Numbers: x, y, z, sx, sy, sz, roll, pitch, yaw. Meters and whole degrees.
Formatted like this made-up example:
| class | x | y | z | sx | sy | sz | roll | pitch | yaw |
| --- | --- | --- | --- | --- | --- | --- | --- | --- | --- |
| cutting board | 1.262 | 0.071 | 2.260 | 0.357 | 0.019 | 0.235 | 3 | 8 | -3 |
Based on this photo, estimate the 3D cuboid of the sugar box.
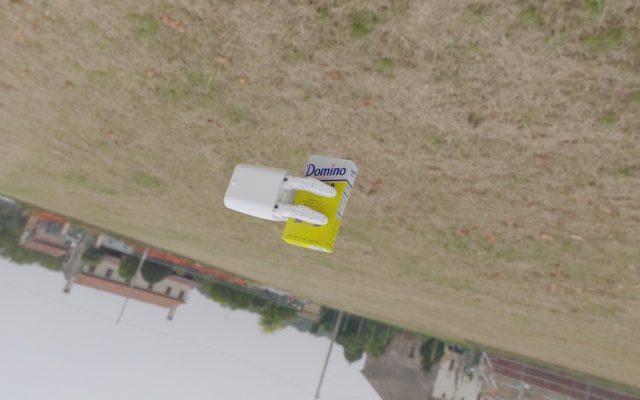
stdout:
| class | x | y | z | sx | sy | sz | roll | pitch | yaw |
| --- | --- | --- | --- | --- | --- | --- | --- | --- | --- |
| sugar box | 0.000 | 0.003 | 0.898 | 0.093 | 0.176 | 0.048 | 11 | -15 | 23 |
